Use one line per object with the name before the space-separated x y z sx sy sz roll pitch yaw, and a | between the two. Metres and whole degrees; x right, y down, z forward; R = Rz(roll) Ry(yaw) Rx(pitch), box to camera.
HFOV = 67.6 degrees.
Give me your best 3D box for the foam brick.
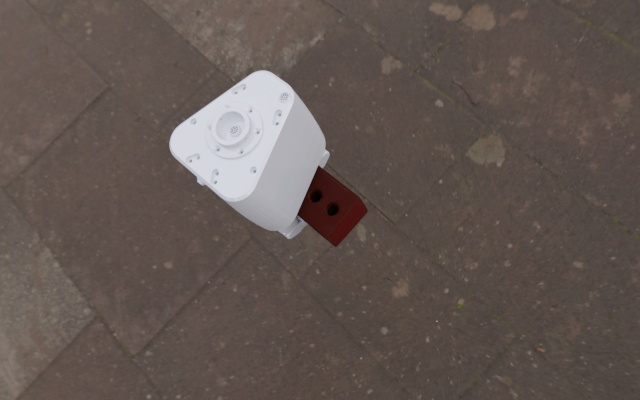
foam brick | 0.000 0.002 0.490 0.078 0.053 0.051 38 -4 19
